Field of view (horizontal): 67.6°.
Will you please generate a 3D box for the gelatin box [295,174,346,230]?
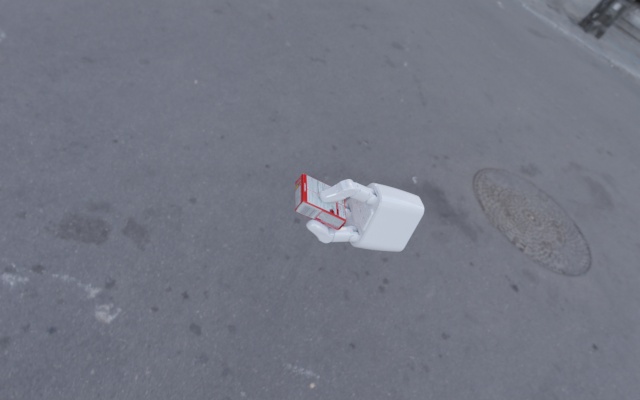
[{"bbox_3d":[0.000,0.002,0.809,0.089,0.073,0.030,25,-53,-23],"label":"gelatin box"}]
